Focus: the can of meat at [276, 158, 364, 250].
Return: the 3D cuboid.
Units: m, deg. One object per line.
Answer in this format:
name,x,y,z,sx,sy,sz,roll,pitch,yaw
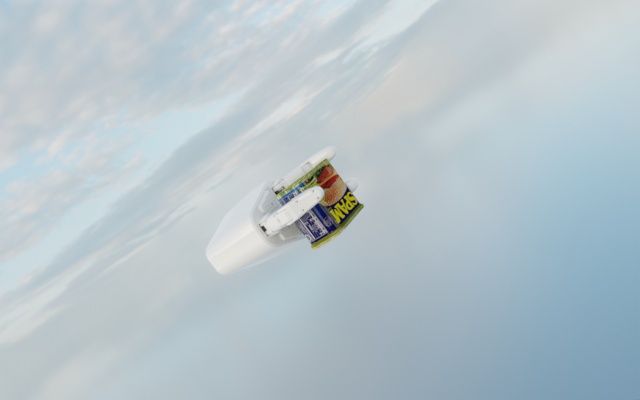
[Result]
can of meat,0.000,0.002,0.625,0.057,0.084,0.102,-34,6,35
